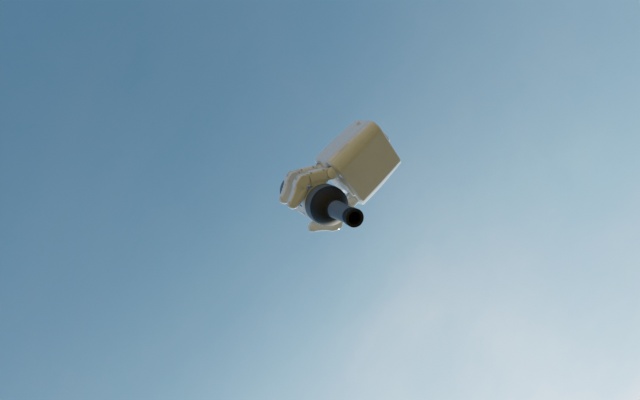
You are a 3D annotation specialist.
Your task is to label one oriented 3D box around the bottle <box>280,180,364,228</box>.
[{"bbox_3d":[0.000,0.003,0.800,0.069,0.069,0.295,0,9,-19],"label":"bottle"}]
